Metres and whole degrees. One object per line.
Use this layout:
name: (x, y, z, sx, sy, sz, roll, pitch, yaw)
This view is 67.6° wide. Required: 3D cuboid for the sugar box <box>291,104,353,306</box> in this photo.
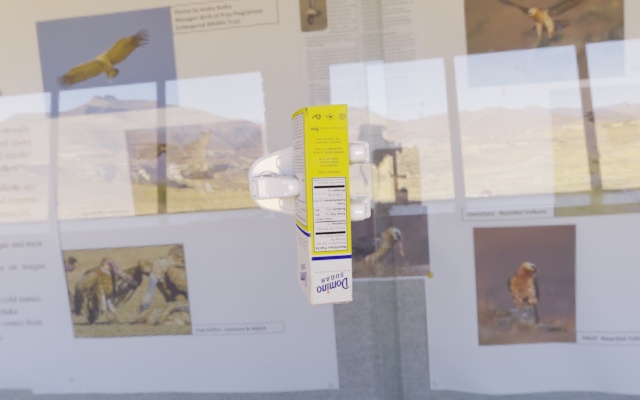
sugar box: (0.001, 0.001, 0.458, 0.048, 0.176, 0.093, -5, 6, -9)
